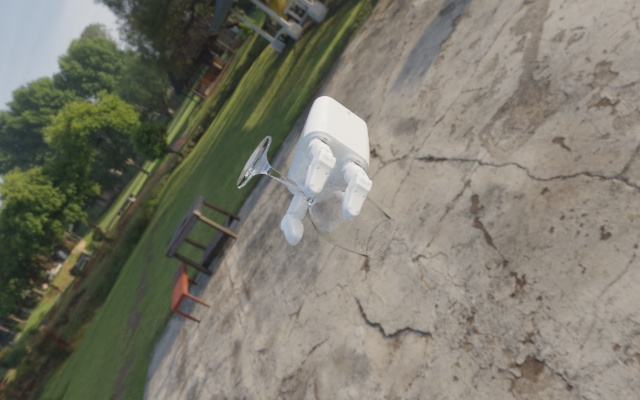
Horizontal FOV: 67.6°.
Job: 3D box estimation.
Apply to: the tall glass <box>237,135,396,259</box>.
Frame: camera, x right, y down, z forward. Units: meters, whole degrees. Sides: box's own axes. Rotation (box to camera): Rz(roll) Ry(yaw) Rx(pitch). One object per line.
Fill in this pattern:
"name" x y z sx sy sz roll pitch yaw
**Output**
"tall glass" -0.001 0.002 0.604 0.201 0.079 0.079 32 -11 -19
